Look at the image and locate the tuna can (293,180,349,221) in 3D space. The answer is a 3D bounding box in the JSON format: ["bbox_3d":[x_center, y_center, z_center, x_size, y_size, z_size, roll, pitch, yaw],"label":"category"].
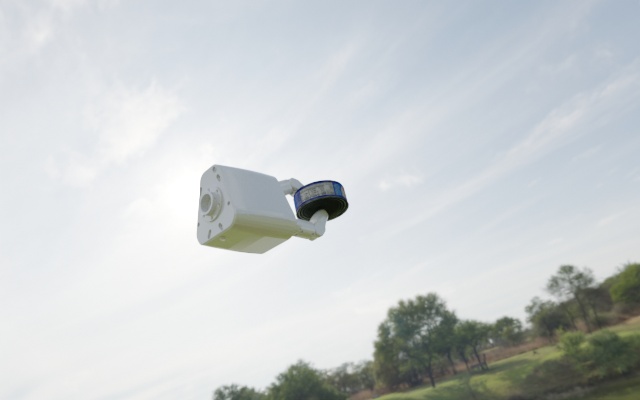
[{"bbox_3d":[0.000,0.002,0.761,0.086,0.033,0.086,-10,-27,-5],"label":"tuna can"}]
